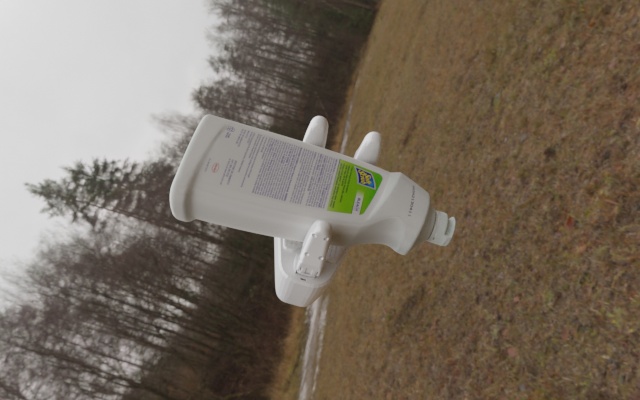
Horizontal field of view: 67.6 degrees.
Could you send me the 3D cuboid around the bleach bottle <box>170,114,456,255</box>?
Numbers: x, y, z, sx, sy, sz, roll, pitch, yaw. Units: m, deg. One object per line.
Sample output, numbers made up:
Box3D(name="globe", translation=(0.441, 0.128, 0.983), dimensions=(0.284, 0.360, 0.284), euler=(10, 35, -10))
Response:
Box3D(name="bleach bottle", translation=(0.000, 0.001, 0.444), dimensions=(0.251, 0.102, 0.068), euler=(16, -27, -2))
